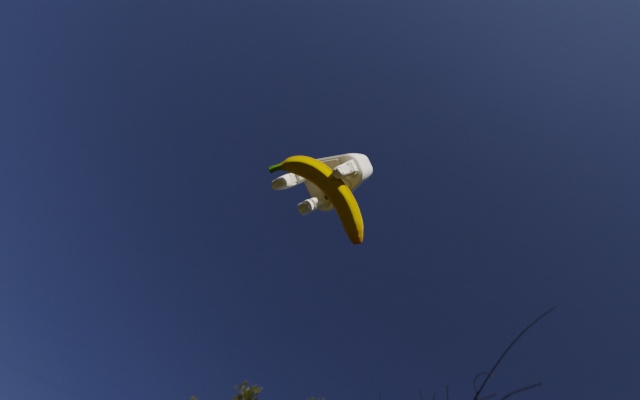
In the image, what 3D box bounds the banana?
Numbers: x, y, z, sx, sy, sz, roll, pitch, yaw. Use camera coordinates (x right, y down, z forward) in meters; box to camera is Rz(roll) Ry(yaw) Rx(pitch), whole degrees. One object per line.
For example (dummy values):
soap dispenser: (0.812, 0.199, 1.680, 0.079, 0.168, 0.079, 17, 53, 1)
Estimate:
banana: (0.009, -0.014, 0.790, 0.198, 0.069, 0.037, 41, 11, 8)
